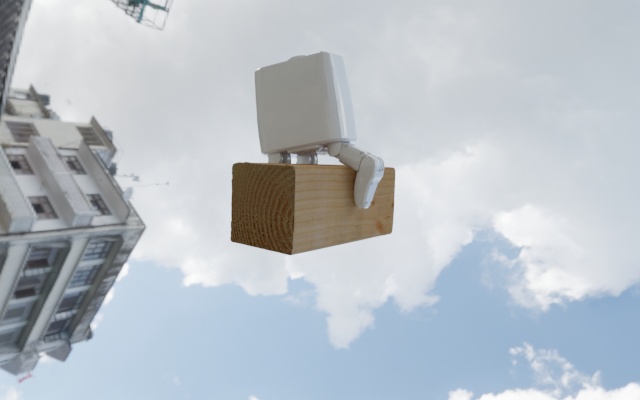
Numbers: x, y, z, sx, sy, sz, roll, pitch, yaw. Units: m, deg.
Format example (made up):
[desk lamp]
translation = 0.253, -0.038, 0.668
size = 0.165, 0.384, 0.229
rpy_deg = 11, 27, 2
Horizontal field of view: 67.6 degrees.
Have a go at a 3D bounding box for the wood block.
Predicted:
[wood block]
translation = 0.000, 0.001, 0.571
size = 0.091, 0.090, 0.206
rpy_deg = 7, 7, 37
